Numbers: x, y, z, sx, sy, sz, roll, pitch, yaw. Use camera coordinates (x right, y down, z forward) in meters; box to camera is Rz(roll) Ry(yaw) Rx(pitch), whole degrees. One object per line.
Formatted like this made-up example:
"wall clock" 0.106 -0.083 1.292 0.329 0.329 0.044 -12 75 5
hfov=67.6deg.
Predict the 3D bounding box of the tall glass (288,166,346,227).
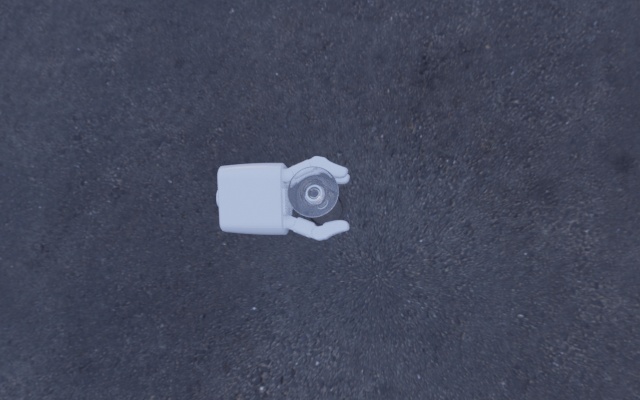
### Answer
"tall glass" 0.000 0.003 0.780 0.079 0.079 0.201 0 -9 7
